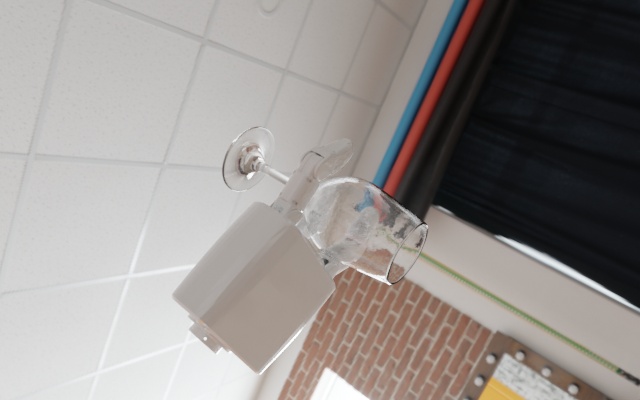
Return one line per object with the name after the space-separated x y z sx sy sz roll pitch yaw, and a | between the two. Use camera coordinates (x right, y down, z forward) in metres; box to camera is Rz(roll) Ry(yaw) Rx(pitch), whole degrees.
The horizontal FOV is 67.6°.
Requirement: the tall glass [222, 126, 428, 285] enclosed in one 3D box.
0.000 0.001 0.455 0.201 0.079 0.079 30 15 28 | tall glass
